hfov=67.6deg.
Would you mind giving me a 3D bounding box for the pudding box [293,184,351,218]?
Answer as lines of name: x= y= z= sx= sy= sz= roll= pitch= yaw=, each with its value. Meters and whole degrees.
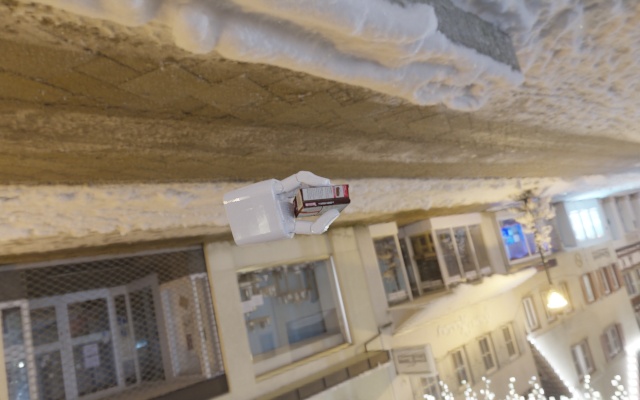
pudding box: x=0.000 y=0.003 z=0.878 sx=0.090 sy=0.039 sz=0.113 roll=-6 pitch=-9 yaw=-11
